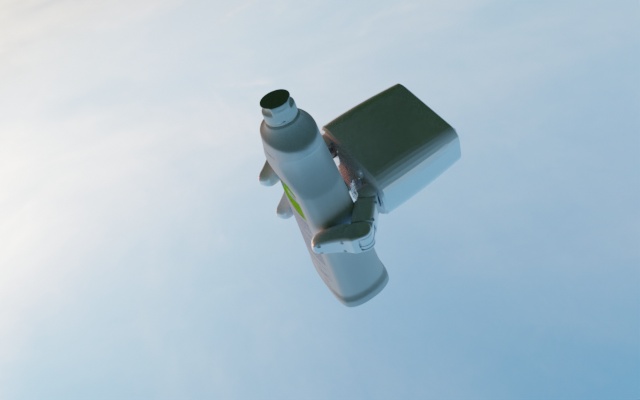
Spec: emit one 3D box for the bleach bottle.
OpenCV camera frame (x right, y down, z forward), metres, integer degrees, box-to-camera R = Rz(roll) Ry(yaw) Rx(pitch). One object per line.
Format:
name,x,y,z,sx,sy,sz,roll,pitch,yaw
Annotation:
bleach bottle,0.000,0.002,0.488,0.068,0.251,0.102,-33,44,-11
